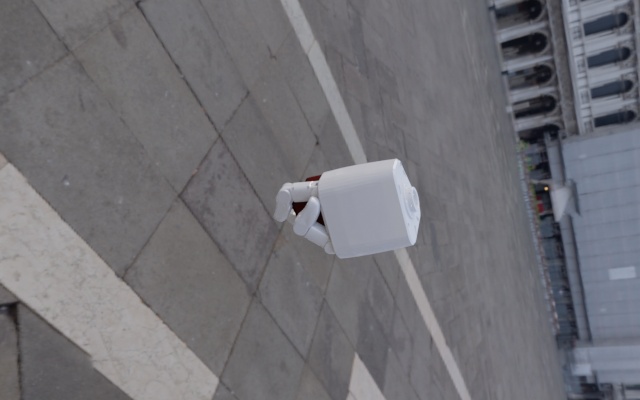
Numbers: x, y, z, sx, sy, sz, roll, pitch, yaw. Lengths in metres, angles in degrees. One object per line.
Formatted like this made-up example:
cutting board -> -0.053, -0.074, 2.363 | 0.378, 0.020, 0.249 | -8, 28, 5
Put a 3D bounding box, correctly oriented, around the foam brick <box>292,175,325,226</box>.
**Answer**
foam brick -> 0.000, 0.002, 0.694 | 0.051, 0.053, 0.078 | -12, 27, 24
